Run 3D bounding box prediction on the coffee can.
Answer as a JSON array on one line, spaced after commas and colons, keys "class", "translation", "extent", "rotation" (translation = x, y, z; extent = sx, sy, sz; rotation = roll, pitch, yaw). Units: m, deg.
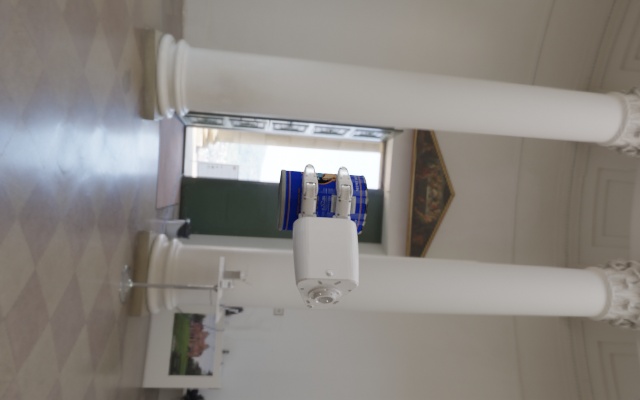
[{"class": "coffee can", "translation": [0.000, 0.003, 0.805], "extent": [0.140, 0.103, 0.103], "rotation": [3, -1, -8]}]
